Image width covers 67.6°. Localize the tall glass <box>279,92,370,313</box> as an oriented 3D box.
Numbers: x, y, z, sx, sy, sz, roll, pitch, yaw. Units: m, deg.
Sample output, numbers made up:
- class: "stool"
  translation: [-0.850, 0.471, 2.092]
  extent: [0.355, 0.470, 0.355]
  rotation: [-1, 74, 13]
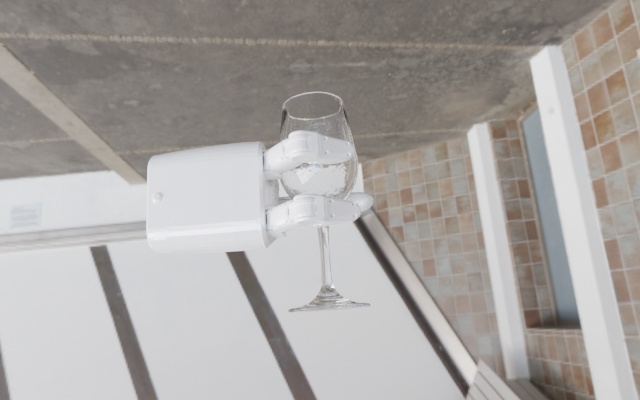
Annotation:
- class: "tall glass"
  translation: [0.000, 0.002, 0.453]
  extent: [0.079, 0.201, 0.079]
  rotation: [-4, -14, -1]
